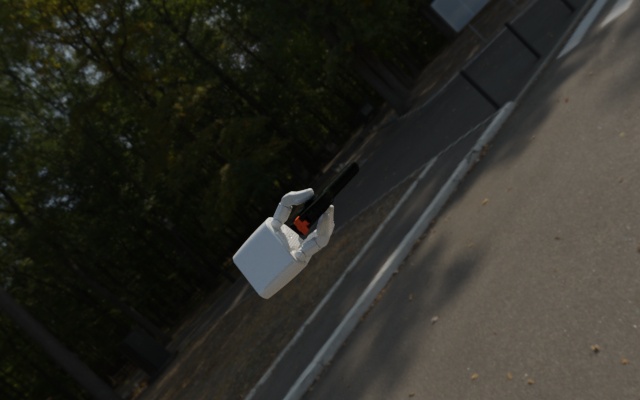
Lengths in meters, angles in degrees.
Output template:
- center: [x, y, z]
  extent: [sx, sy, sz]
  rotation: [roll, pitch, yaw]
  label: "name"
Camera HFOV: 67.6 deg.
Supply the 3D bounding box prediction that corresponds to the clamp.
- center: [-0.001, 0.003, 0.860]
  extent: [0.164, 0.036, 0.210]
  rotation: [-44, 4, 17]
  label: "clamp"
